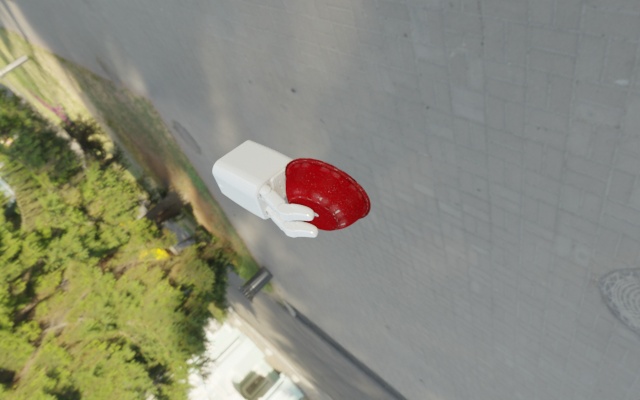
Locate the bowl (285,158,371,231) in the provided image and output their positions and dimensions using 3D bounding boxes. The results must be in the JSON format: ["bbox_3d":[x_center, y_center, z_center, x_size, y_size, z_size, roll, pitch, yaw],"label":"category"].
[{"bbox_3d":[0.001,0.003,0.797,0.162,0.055,0.162,22,-28,13],"label":"bowl"}]
